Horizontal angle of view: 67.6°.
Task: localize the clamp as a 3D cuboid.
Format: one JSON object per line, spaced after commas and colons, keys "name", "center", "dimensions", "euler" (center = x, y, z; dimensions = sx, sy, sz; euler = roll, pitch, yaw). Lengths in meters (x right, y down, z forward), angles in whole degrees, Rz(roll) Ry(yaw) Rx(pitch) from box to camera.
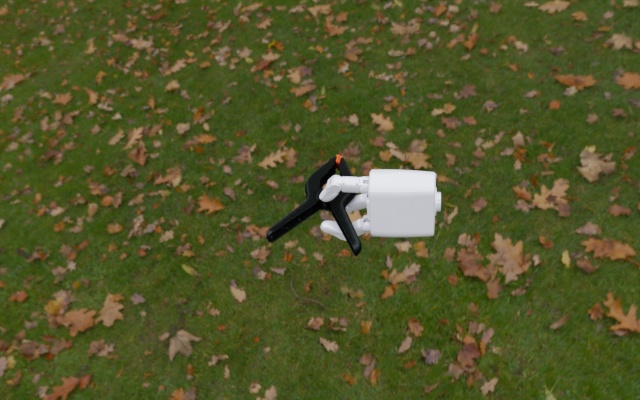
{"name": "clamp", "center": [0.000, 0.002, 0.847], "dimensions": [0.164, 0.209, 0.036], "euler": [3, -38, 10]}
